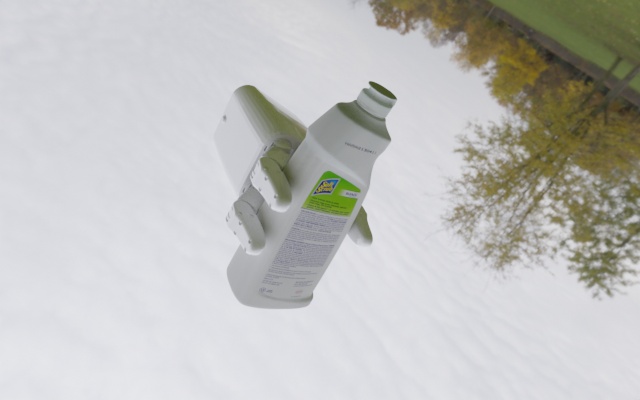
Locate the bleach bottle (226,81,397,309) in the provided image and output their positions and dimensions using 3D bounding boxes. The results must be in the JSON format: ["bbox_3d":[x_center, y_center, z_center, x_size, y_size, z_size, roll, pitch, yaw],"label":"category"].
[{"bbox_3d":[0.000,0.002,0.468,0.102,0.251,0.068,9,35,-38],"label":"bleach bottle"}]
